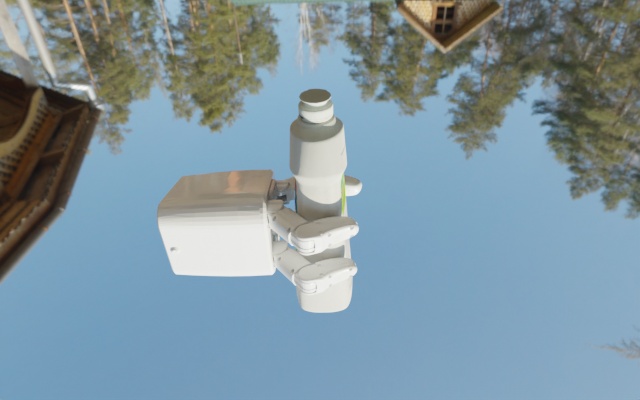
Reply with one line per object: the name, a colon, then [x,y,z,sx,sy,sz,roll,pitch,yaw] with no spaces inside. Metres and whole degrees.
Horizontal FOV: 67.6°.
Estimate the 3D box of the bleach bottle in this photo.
bleach bottle: [0.000,0.002,0.500,0.068,0.251,0.102,-2,38,1]
